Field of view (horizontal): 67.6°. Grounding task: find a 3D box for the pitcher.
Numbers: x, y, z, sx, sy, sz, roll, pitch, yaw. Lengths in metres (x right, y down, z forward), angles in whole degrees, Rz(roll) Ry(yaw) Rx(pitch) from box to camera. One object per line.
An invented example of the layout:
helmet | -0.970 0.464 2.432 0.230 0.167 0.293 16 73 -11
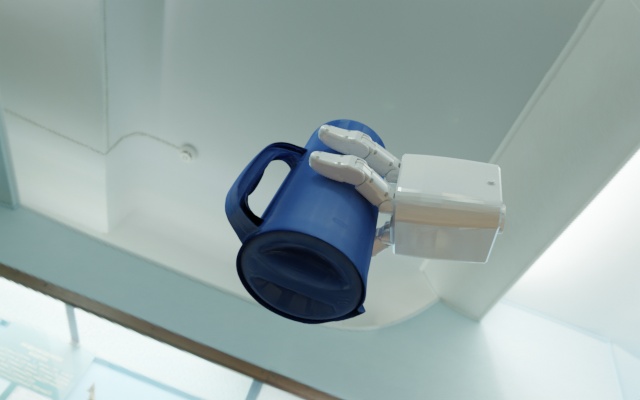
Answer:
pitcher | 0.000 0.002 0.547 0.145 0.149 0.242 6 40 13
